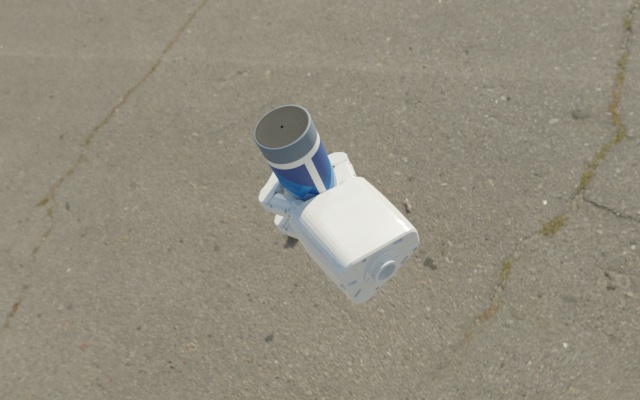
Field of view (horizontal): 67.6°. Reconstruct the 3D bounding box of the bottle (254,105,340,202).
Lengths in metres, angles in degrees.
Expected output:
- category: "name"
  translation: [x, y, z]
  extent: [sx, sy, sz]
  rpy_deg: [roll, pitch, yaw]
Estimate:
- category: "bottle"
  translation: [0.000, 0.002, 0.633]
  extent: [0.069, 0.069, 0.296]
  rpy_deg: [0, -34, 20]
